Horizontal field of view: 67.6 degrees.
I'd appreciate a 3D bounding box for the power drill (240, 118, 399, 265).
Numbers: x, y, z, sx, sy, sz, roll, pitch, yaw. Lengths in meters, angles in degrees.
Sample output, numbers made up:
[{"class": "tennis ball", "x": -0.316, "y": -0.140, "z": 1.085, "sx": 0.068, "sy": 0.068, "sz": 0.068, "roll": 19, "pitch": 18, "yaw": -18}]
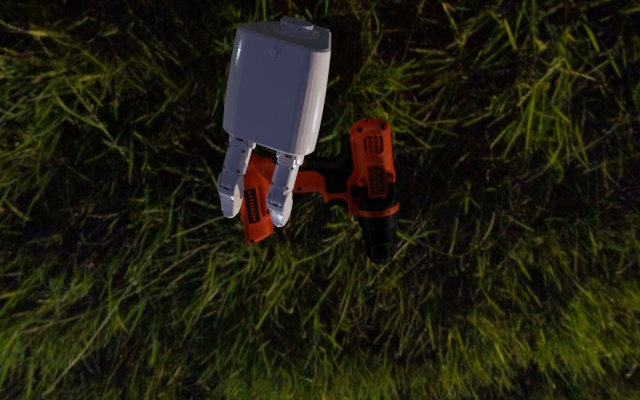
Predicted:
[{"class": "power drill", "x": 0.000, "y": 0.002, "z": 0.574, "sx": 0.187, "sy": 0.184, "sz": 0.057, "roll": -8, "pitch": 19, "yaw": -2}]
